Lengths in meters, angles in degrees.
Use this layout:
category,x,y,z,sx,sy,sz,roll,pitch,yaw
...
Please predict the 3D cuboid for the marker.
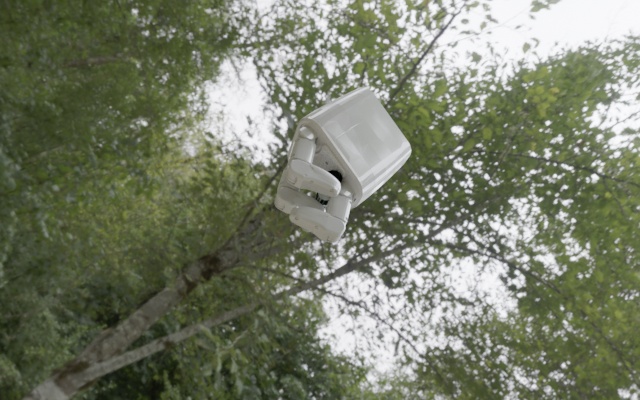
category,x,y,z,sx,sy,sz,roll,pitch,yaw
marker,0.000,0.002,0.565,0.020,0.020,0.121,0,-31,-19
